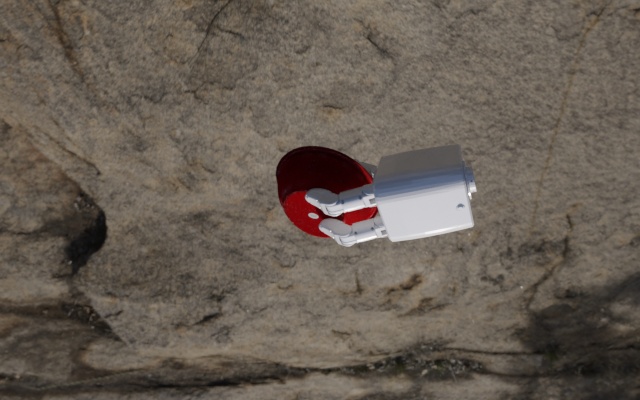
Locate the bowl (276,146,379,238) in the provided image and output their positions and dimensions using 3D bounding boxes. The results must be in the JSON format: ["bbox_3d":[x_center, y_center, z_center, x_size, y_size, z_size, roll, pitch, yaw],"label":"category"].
[{"bbox_3d":[-0.001,0.003,0.680,0.162,0.162,0.055,0,43,29],"label":"bowl"}]
